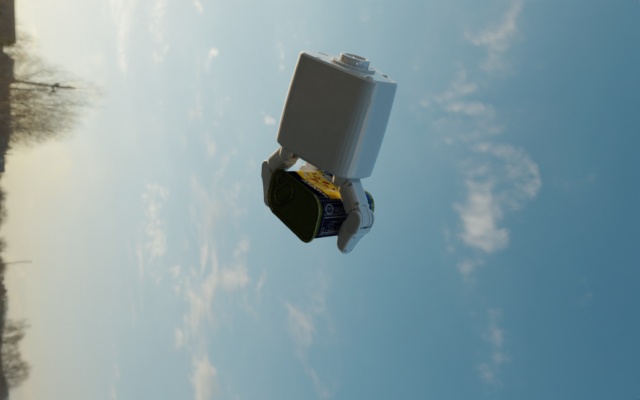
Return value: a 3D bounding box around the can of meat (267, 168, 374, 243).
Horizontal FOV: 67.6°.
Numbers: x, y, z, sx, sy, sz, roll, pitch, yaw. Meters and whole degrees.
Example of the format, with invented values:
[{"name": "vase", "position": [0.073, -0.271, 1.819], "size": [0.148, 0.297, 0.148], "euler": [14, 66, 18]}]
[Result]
[{"name": "can of meat", "position": [0.000, 0.002, 0.560], "size": [0.084, 0.057, 0.102], "euler": [-4, 29, -37]}]
